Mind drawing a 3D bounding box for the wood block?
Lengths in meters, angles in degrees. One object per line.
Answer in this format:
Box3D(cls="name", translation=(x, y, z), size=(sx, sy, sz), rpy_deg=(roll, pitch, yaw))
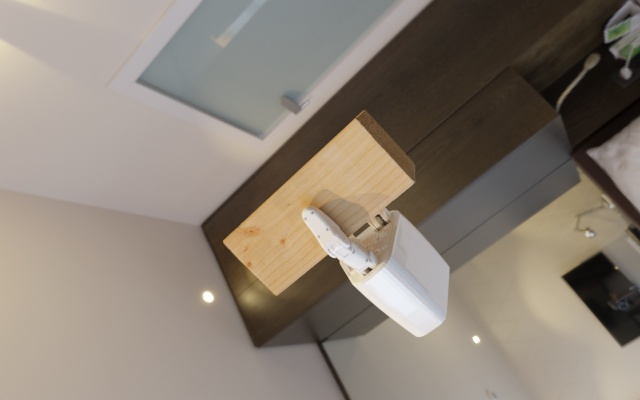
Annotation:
Box3D(cls="wood block", translation=(0.000, 0.002, 0.548), size=(0.206, 0.090, 0.090), rpy_deg=(-42, 6, 19))
